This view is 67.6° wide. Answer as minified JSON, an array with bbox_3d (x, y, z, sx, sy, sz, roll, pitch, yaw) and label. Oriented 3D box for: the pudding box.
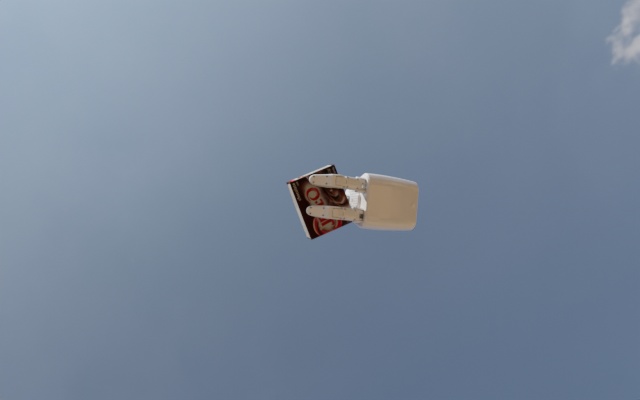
[{"bbox_3d":[0.000,0.003,0.861,0.090,0.113,0.039,-23,6,-15],"label":"pudding box"}]
